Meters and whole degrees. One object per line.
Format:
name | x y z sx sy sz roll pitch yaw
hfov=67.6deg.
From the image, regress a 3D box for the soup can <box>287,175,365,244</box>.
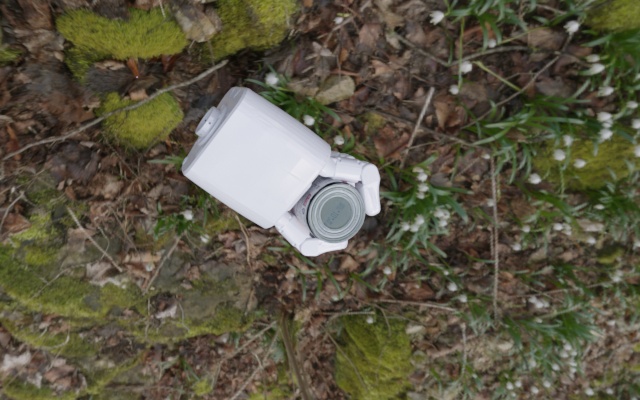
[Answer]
soup can | 0.001 0.002 0.539 0.068 0.068 0.102 0 14 -21
